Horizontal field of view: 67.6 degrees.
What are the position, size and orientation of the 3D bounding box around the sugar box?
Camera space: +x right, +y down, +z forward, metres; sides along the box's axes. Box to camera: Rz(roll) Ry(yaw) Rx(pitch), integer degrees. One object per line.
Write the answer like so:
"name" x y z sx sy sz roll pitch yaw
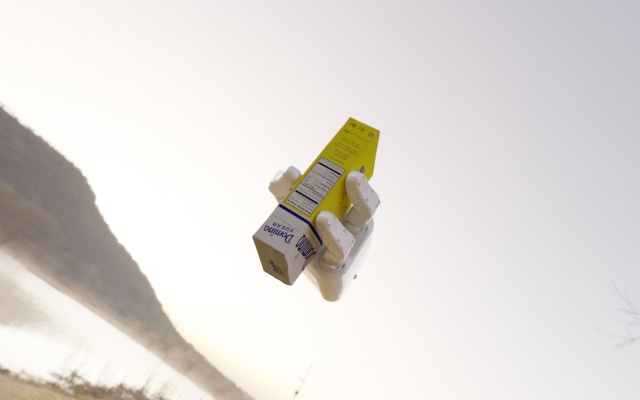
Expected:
"sugar box" 0.001 0.002 0.516 0.048 0.176 0.093 28 -25 16
